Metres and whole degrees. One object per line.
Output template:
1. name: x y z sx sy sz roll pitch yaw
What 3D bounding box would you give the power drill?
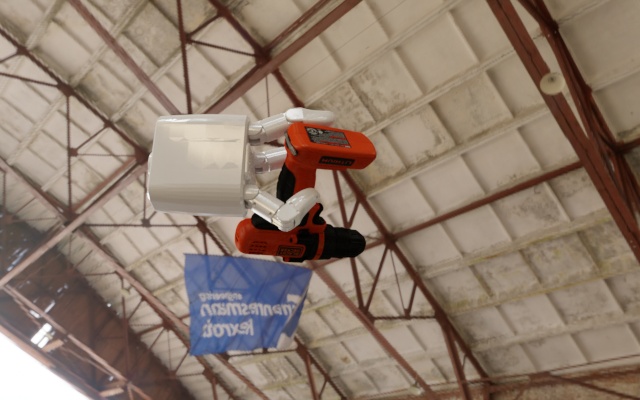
1. power drill: 0.000 0.002 0.598 0.184 0.188 0.057 5 36 -25
